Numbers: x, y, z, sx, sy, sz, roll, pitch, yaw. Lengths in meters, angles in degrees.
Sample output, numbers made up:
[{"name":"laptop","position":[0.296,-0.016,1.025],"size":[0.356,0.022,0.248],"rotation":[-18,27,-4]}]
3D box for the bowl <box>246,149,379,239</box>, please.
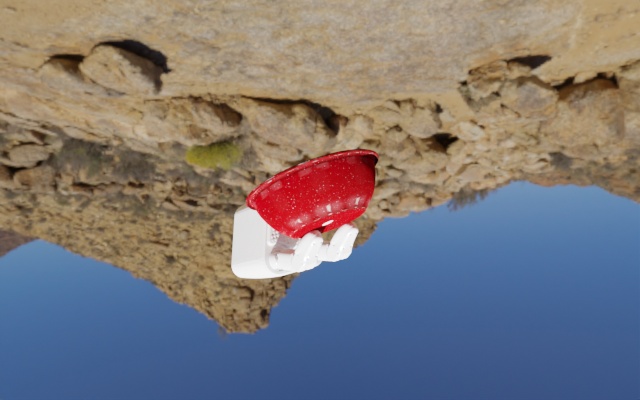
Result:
[{"name":"bowl","position":[0.001,0.002,0.544],"size":[0.162,0.055,0.162],"rotation":[-19,-14,-5]}]
